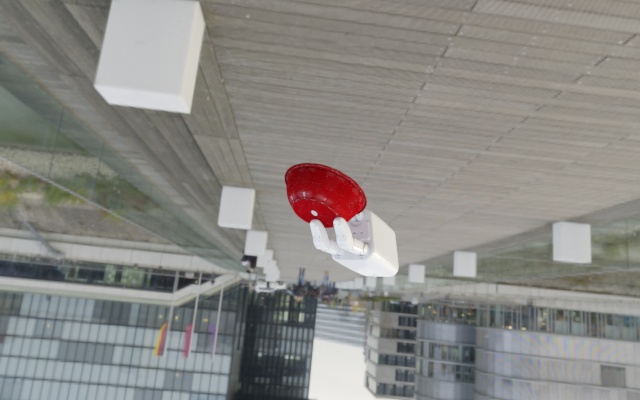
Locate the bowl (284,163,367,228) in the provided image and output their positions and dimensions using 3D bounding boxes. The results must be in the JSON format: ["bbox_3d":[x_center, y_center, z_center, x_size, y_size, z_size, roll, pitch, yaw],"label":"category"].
[{"bbox_3d":[-0.001,0.002,0.873,0.162,0.055,0.162,17,-31,10],"label":"bowl"}]
